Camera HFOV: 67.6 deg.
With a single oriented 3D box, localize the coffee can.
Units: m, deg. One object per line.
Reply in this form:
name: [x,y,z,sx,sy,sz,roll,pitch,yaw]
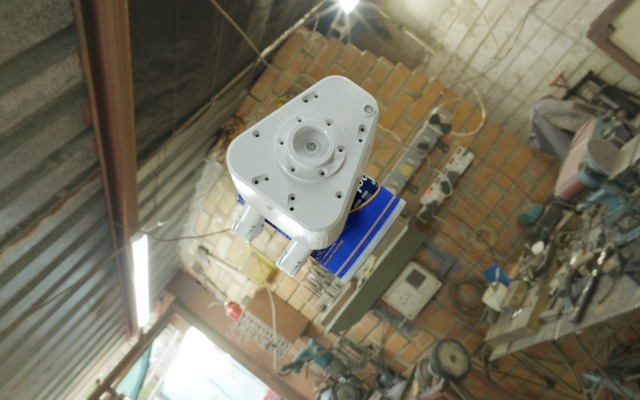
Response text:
coffee can: [0.000,0.002,0.487,0.140,0.103,0.103,37,4,5]
